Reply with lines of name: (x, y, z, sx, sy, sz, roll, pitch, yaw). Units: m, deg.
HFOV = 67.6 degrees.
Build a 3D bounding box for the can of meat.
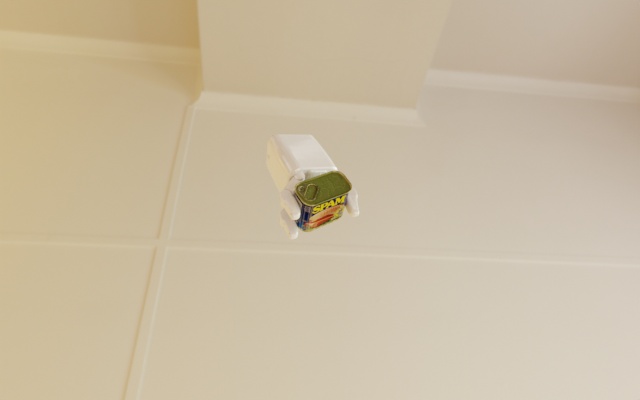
can of meat: (0.000, 0.003, 0.871, 0.102, 0.057, 0.084, -21, -33, -25)
